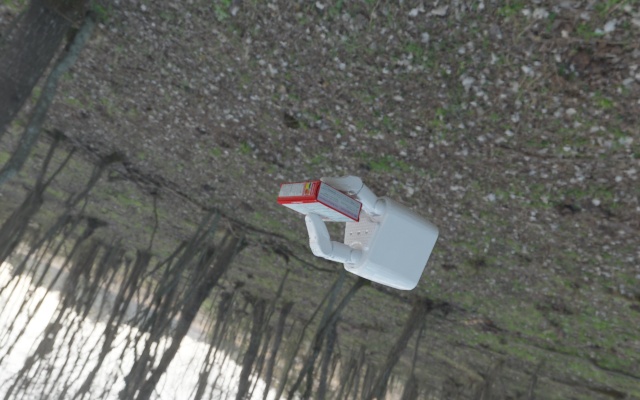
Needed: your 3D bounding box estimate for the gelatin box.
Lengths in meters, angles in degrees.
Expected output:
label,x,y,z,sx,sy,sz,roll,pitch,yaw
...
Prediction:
label,x,y,z,sx,sy,sz,roll,pitch,yaw
gelatin box,0.000,0.002,0.629,0.073,0.030,0.089,-2,-20,45
